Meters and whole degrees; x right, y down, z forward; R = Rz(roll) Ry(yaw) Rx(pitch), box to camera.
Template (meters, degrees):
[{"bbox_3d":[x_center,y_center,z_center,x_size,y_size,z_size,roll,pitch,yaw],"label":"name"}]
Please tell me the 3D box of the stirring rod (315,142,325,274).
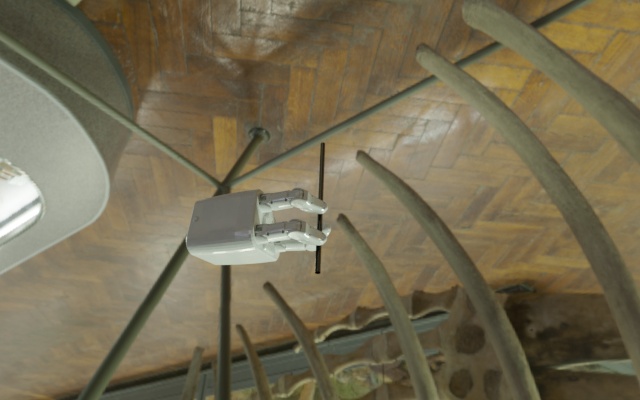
[{"bbox_3d":[0.000,0.002,0.726,0.011,0.239,0.011,2,-36,1],"label":"stirring rod"}]
